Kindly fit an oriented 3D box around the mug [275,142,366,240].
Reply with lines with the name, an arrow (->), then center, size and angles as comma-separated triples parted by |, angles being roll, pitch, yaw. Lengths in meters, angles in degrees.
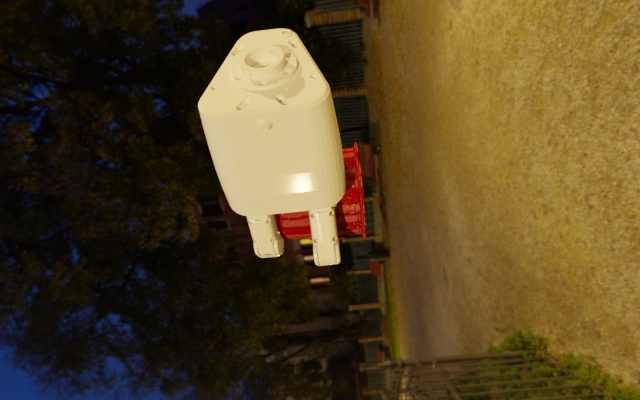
mug -> 0.000, 0.002, 0.473 | 0.081, 0.093, 0.117 | -5, -39, 2
